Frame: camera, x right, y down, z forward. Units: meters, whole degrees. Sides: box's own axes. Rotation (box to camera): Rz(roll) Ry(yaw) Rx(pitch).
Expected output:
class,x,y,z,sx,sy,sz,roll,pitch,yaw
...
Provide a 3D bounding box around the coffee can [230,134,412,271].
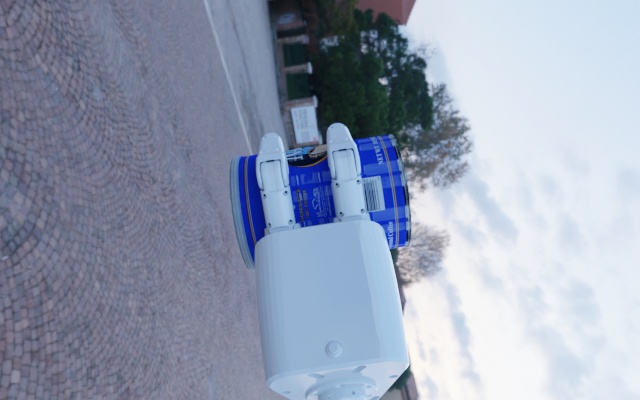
class,x,y,z,sx,sy,sz,roll,pitch,yaw
coffee can,0.000,0.001,0.425,0.140,0.103,0.103,-9,0,0
